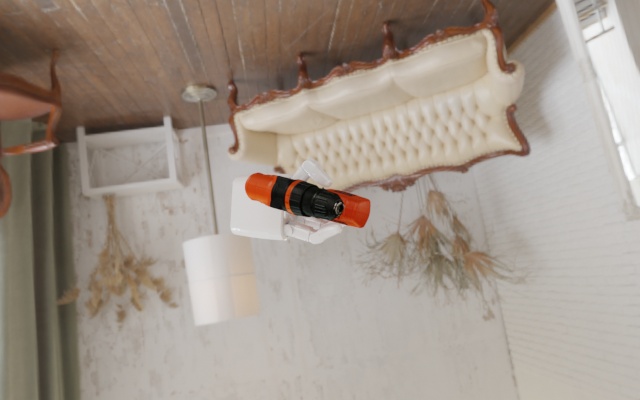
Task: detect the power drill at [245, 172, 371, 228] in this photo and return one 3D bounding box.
[{"bbox_3d":[0.000,0.003,0.759,0.184,0.057,0.188,17,1,39],"label":"power drill"}]
